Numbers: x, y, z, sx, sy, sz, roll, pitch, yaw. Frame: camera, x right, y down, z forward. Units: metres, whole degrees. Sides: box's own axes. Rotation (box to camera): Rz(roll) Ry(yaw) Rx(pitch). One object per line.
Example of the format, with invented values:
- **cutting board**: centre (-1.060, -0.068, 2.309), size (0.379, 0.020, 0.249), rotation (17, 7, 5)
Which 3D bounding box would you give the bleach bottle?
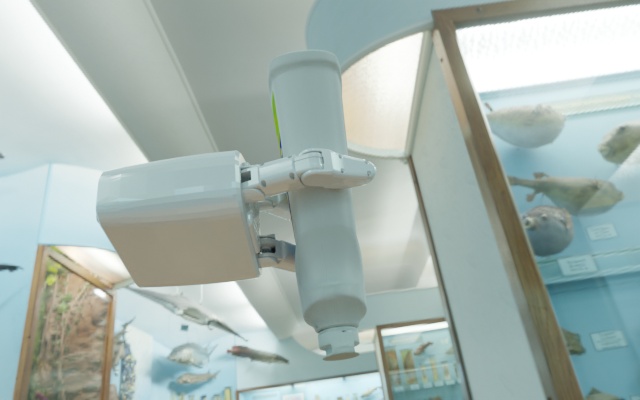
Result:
- **bleach bottle**: centre (0.000, 0.001, 0.402), size (0.068, 0.250, 0.103), rotation (-7, -27, -1)
